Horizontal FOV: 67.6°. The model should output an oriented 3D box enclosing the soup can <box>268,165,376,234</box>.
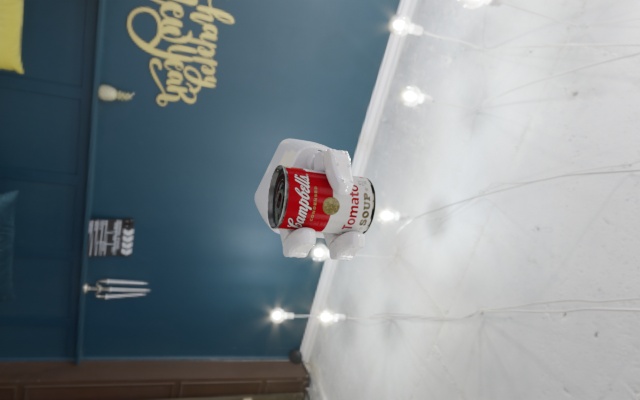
[{"bbox_3d":[0.001,0.002,0.519,0.102,0.068,0.068,7,-2,-20],"label":"soup can"}]
